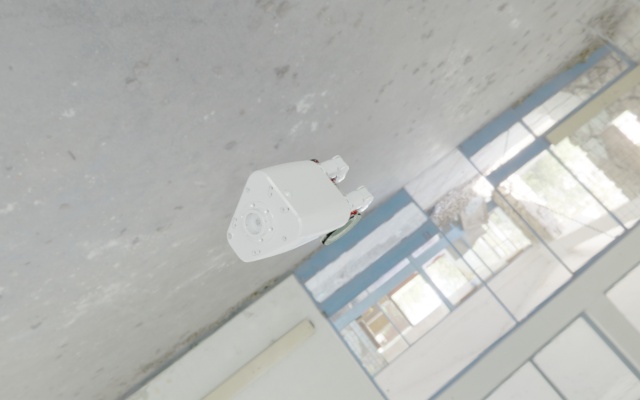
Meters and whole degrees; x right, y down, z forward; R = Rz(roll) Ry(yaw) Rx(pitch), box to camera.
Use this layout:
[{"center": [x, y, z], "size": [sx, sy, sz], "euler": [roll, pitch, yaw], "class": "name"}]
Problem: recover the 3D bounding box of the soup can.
[{"center": [0.000, 0.002, 0.661], "size": [0.068, 0.102, 0.068], "euler": [-36, -15, -11], "class": "soup can"}]
